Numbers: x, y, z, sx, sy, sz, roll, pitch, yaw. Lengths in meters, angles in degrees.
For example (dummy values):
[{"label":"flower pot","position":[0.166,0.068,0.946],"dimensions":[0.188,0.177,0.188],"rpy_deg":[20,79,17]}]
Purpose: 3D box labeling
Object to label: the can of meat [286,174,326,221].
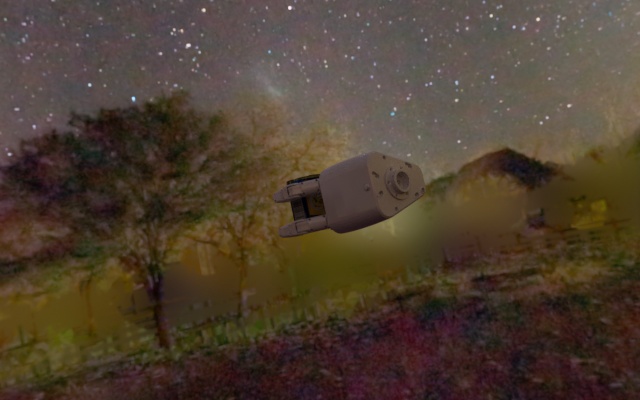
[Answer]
[{"label":"can of meat","position":[0.000,0.002,0.766],"dimensions":[0.102,0.084,0.057],"rpy_deg":[-8,-7,-34]}]
